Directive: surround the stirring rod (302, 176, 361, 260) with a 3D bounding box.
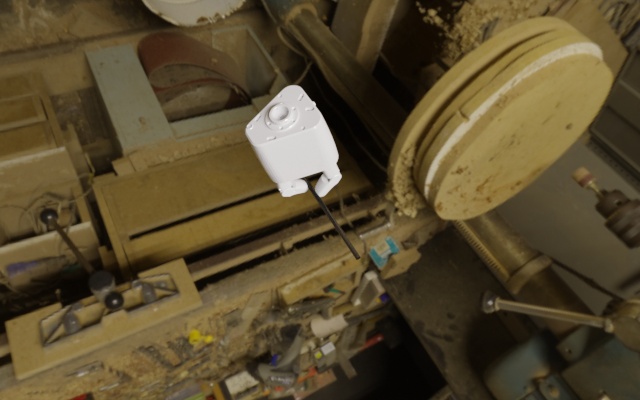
[{"bbox_3d":[0.000,0.003,0.799,0.011,0.239,0.011,-25,-30,-16],"label":"stirring rod"}]
